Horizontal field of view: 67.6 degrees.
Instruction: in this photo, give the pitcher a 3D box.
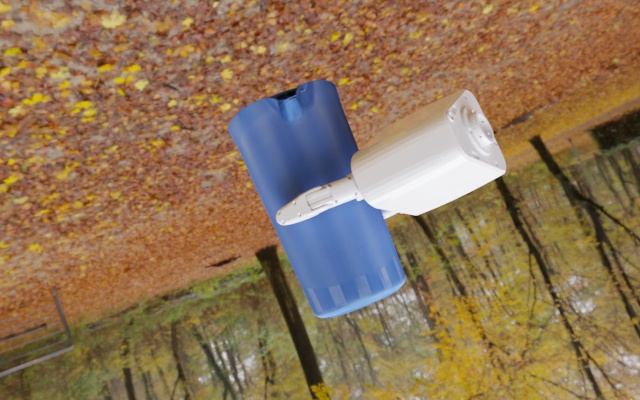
[{"bbox_3d":[0.000,0.002,0.546,0.145,0.243,0.149,-28,-10,37],"label":"pitcher"}]
